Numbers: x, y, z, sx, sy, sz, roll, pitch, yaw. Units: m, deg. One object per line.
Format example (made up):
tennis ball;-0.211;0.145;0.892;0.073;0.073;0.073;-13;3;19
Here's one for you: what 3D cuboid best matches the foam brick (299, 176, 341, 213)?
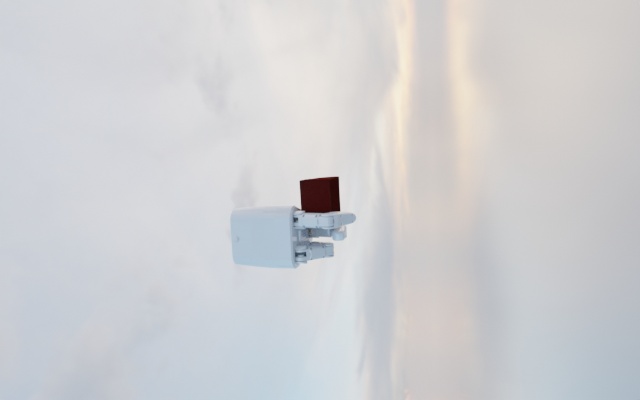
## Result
foam brick;0.000;0.002;0.758;0.051;0.078;0.053;-1;6;19
